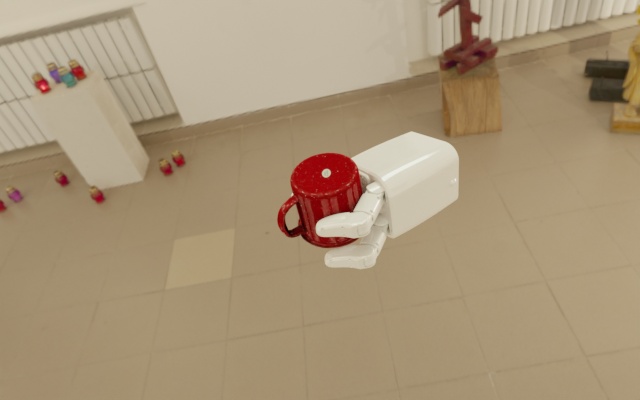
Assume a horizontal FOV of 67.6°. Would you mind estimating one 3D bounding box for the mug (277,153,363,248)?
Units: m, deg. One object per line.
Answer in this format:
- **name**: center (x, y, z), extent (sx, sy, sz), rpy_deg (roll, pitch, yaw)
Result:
- **mug**: center (-0.001, 0.002, 0.573), extent (0.117, 0.082, 0.093), rpy_deg (-27, 43, -15)
